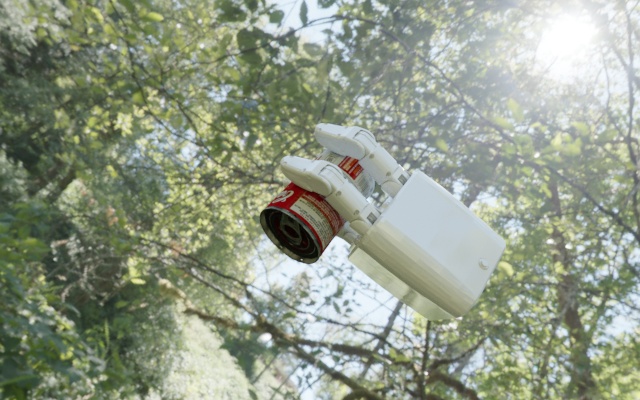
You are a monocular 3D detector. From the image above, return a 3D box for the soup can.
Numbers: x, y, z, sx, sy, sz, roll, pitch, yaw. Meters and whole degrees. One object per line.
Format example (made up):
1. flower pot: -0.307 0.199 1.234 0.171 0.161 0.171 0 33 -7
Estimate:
1. soup can: 0.000 0.001 0.458 0.068 0.068 0.102 0 39 48
